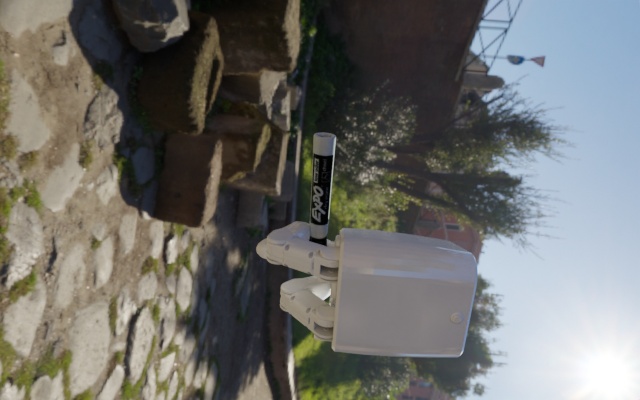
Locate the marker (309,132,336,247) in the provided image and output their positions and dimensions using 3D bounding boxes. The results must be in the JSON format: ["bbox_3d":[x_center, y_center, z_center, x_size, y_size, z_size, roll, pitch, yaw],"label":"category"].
[{"bbox_3d":[0.000,0.001,0.420,0.020,0.121,0.020,3,21,-1],"label":"marker"}]
